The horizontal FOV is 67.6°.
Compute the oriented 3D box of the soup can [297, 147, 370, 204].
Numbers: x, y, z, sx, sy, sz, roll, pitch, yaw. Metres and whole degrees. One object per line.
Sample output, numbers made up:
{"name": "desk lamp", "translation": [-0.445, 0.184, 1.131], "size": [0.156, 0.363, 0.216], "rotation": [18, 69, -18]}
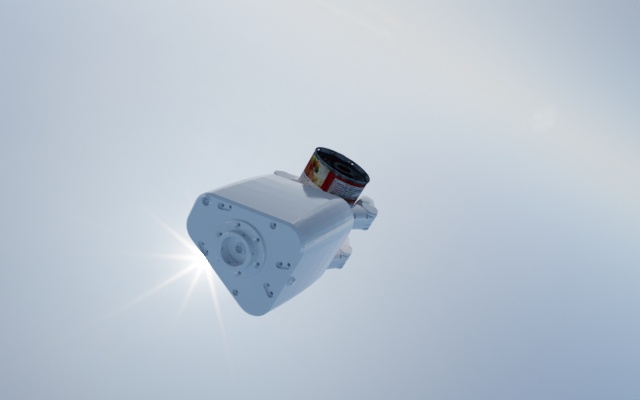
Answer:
{"name": "soup can", "translation": [0.000, 0.002, 0.528], "size": [0.068, 0.102, 0.068], "rotation": [26, 21, -11]}
